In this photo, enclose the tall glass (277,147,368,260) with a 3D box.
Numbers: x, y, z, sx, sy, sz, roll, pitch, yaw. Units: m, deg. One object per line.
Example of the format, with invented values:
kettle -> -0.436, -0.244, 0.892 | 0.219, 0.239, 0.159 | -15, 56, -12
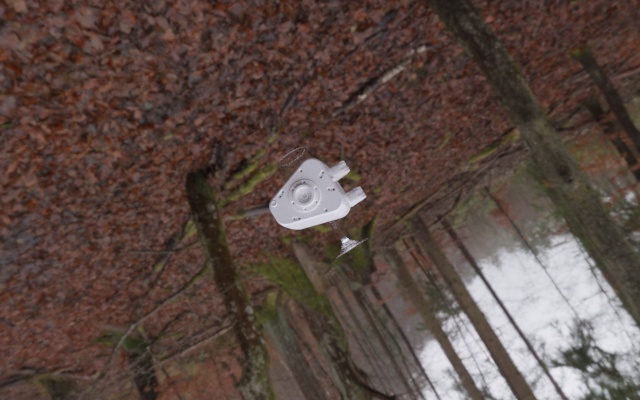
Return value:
tall glass -> 0.000, 0.003, 0.854 | 0.079, 0.201, 0.079 | -32, -7, -5
